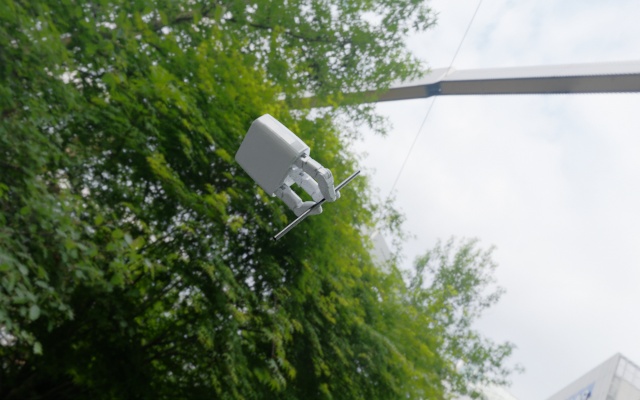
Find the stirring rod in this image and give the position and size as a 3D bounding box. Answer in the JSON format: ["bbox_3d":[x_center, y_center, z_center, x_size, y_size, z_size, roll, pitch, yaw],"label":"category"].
[{"bbox_3d":[0.000,0.003,0.847,0.011,0.011,0.239,0,29,45],"label":"stirring rod"}]
